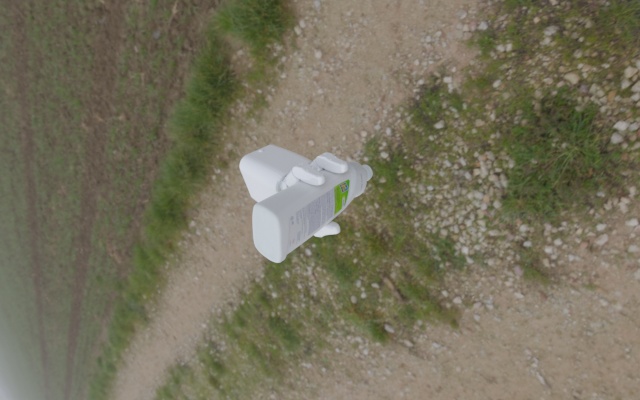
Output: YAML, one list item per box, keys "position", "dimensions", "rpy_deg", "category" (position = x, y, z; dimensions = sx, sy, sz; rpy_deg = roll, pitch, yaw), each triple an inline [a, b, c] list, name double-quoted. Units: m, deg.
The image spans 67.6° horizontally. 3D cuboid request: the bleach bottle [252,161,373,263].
- position: [0.000, 0.003, 0.811]
  dimensions: [0.068, 0.103, 0.250]
  rpy_deg: [29, 42, 33]
  category: "bleach bottle"
